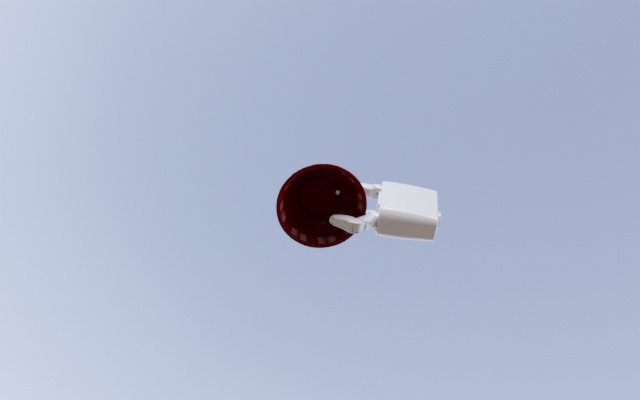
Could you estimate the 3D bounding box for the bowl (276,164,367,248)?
[{"bbox_3d":[-0.001,0.002,0.863,0.162,0.162,0.055,0,22,-6],"label":"bowl"}]
